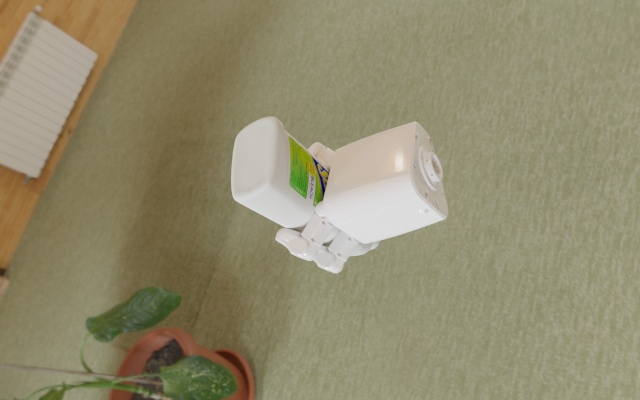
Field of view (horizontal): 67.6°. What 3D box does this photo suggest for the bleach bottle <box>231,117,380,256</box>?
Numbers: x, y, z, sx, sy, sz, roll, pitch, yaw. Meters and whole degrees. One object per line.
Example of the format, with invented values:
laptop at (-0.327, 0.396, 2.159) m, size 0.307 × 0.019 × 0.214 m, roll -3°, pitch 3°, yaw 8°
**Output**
bleach bottle at (0.000, 0.002, 0.598) m, size 0.068 × 0.102 × 0.251 m, roll -20°, pitch -34°, yaw 31°
